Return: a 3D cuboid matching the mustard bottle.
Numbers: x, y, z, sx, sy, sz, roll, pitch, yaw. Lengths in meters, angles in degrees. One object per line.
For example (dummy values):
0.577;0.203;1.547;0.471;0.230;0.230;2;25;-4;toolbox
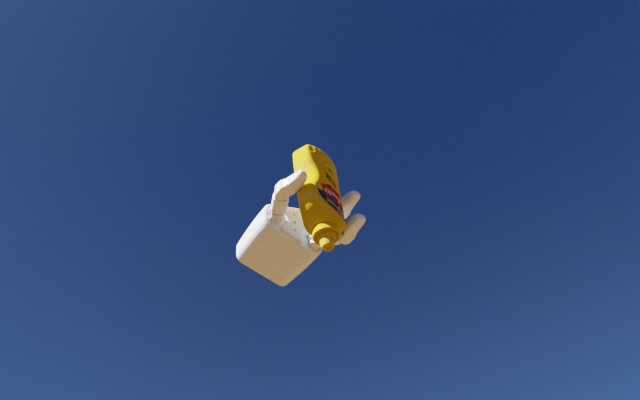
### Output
0.000;0.002;0.752;0.058;0.191;0.096;-27;-48;17;mustard bottle
